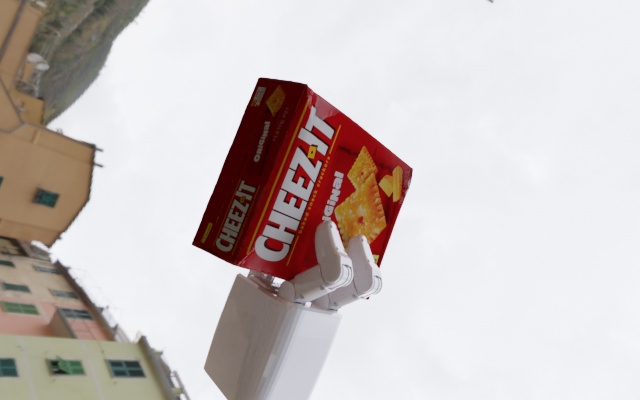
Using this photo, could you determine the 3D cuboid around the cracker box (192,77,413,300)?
[{"bbox_3d":[0.000,0.002,0.482,0.072,0.164,0.214,17,-6,39],"label":"cracker box"}]
